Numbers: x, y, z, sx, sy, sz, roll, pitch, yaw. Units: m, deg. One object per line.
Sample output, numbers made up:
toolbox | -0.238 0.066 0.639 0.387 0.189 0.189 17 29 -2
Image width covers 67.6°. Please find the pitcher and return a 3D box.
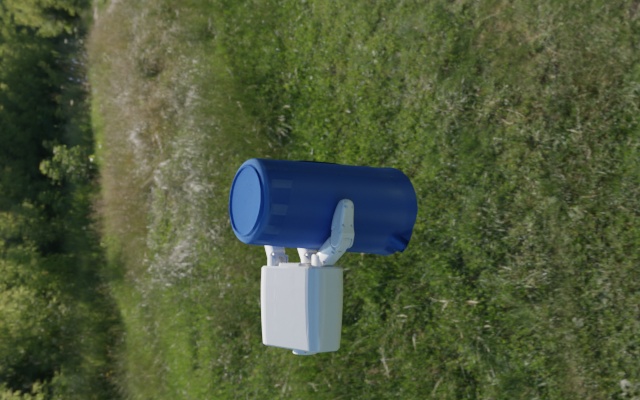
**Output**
pitcher | 0.000 0.002 0.664 0.243 0.145 0.149 5 -8 -35
